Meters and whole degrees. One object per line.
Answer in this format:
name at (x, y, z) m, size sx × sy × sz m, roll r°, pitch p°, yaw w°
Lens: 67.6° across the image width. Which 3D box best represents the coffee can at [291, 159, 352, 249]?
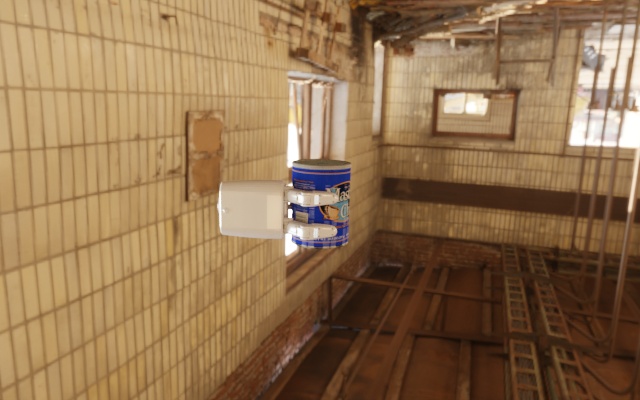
coffee can at (0.000, 0.003, 0.829) m, size 0.103 × 0.140 × 0.103 m, roll 2°, pitch 11°, yaw 0°
